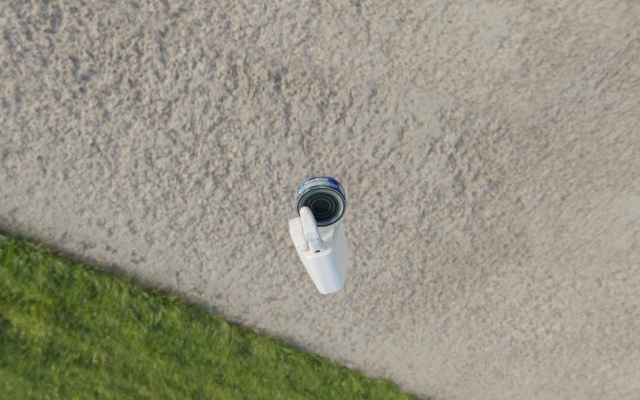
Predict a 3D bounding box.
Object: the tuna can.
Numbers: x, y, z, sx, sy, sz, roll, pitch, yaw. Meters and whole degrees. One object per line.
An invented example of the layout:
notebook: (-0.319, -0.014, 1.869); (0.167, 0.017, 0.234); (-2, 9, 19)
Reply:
tuna can: (0.000, 0.003, 0.800); (0.086, 0.086, 0.033); (0, 35, -3)
